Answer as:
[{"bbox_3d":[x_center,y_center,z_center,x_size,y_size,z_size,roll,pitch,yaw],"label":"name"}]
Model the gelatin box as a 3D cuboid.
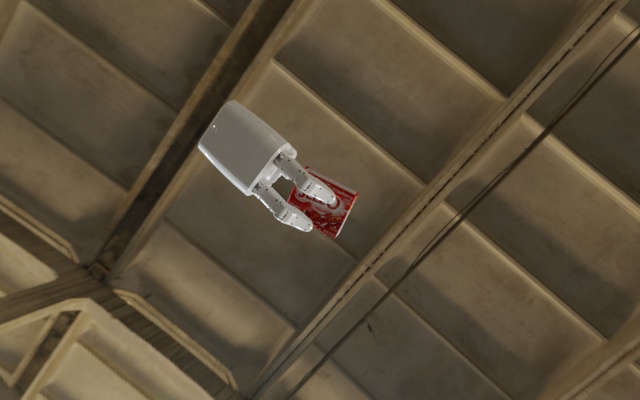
[{"bbox_3d":[0.001,0.002,0.700,0.089,0.073,0.030,28,16,6],"label":"gelatin box"}]
